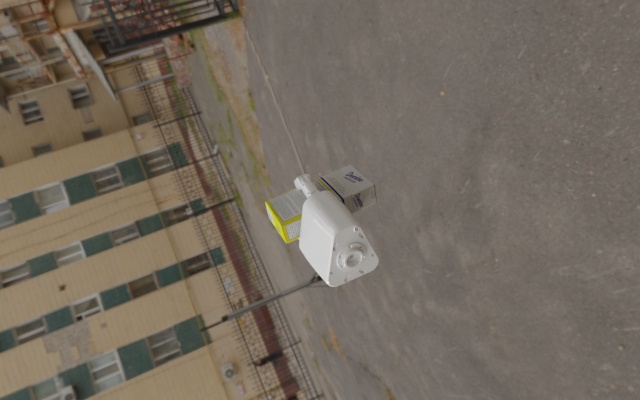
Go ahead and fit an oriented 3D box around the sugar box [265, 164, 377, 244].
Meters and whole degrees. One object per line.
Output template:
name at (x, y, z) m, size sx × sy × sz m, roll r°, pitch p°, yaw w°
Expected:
sugar box at (0.000, 0.003, 0.833) m, size 0.176 × 0.048 × 0.093 m, roll -21°, pitch 35°, yaw -14°
